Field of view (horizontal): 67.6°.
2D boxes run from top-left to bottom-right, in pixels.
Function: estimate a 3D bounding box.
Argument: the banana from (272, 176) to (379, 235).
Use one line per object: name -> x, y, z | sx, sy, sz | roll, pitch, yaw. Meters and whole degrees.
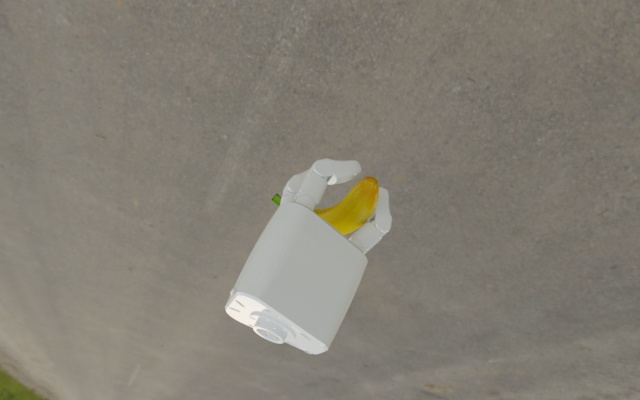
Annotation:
banana -> 0.009, 0.015, 0.575 | 0.198, 0.037, 0.070 | -10, -52, 51
